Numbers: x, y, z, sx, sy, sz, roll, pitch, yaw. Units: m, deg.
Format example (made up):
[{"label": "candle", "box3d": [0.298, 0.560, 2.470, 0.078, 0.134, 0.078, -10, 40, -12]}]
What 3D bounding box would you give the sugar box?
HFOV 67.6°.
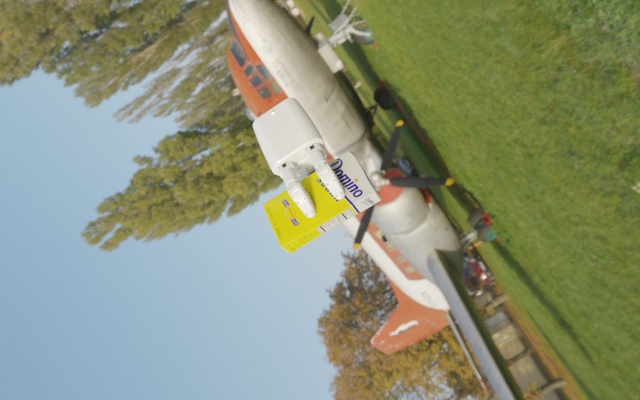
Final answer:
[{"label": "sugar box", "box3d": [0.000, 0.002, 0.783, 0.176, 0.093, 0.048, -33, -29, 9]}]
